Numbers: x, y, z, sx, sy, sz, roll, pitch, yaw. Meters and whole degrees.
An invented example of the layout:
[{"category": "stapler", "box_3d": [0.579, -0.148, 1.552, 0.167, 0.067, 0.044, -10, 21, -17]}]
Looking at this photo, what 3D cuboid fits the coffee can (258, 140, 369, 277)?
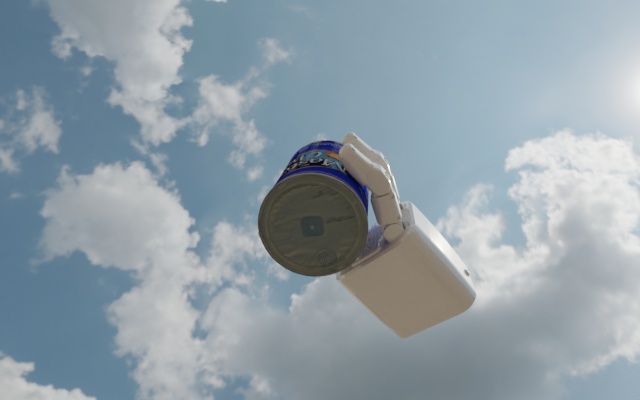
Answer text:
[{"category": "coffee can", "box_3d": [0.000, 0.002, 0.502, 0.103, 0.103, 0.140, 0, 20, 7]}]
